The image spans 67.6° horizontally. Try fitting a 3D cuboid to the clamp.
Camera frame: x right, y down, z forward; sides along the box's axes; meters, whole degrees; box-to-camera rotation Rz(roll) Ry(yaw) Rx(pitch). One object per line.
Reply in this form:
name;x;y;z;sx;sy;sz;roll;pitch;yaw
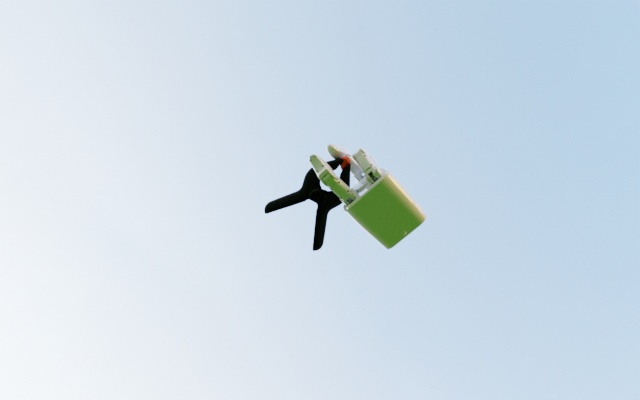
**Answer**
clamp;0.000;0.002;0.815;0.171;0.120;0.039;-42;12;17
